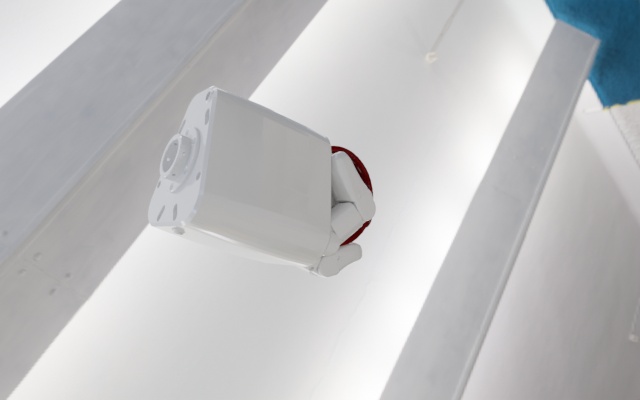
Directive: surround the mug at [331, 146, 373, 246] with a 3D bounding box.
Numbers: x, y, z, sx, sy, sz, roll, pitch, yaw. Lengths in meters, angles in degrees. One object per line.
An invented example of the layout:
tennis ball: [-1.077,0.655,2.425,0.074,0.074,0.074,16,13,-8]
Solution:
mug: [0.001,0.002,0.479,0.117,0.093,0.081,24,-18,-36]
